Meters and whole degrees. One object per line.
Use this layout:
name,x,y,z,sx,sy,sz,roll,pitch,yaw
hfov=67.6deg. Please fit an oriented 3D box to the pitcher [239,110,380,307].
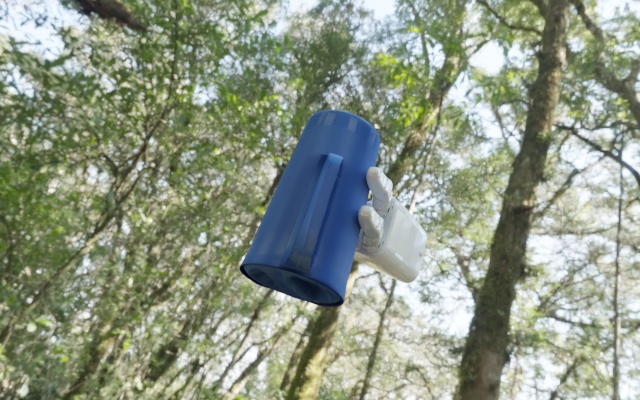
pitcher,0.000,0.002,0.614,0.149,0.242,0.145,-4,-32,42
